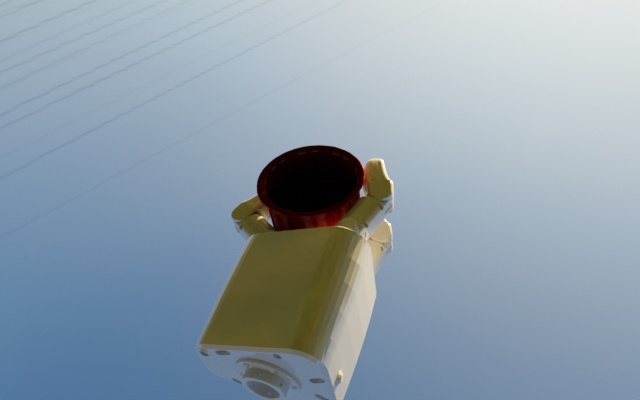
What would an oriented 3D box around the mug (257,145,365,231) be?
[{"bbox_3d":[0.000,0.001,0.442,0.093,0.082,0.117,9,46,19],"label":"mug"}]
